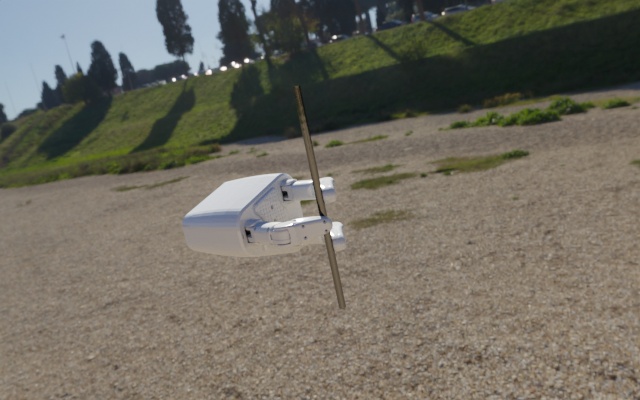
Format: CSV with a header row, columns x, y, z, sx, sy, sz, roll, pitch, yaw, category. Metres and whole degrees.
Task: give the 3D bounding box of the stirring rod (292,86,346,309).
x,y,z,sx,sy,sz,roll,pitch,yaw,category
0.000,0.002,0.500,0.011,0.239,0.011,-11,12,2,stirring rod
